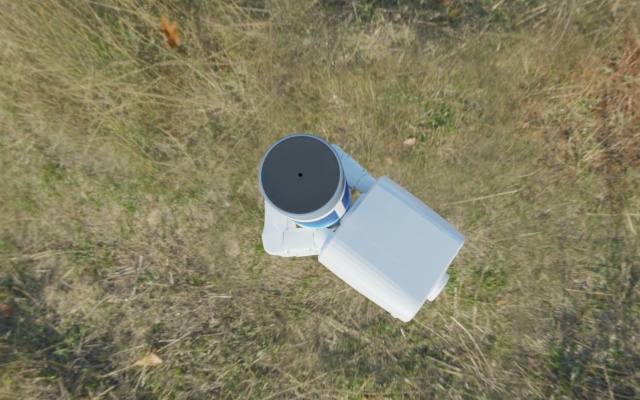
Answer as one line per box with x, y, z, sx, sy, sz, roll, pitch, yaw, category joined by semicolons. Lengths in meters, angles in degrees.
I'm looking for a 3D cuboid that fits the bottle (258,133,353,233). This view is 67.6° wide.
0.000;0.002;0.513;0.069;0.069;0.296;0;-8;6;bottle
